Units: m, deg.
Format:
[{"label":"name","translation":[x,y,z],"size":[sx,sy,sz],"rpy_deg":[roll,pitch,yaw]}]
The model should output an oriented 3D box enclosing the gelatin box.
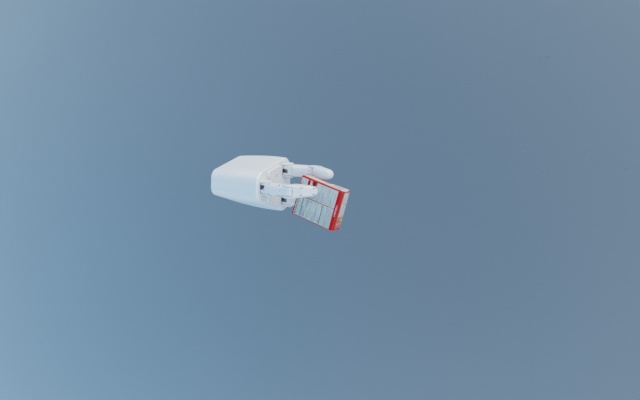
[{"label":"gelatin box","translation":[0.000,0.003,0.826],"size":[0.089,0.073,0.030],"rpy_deg":[23,16,28]}]
